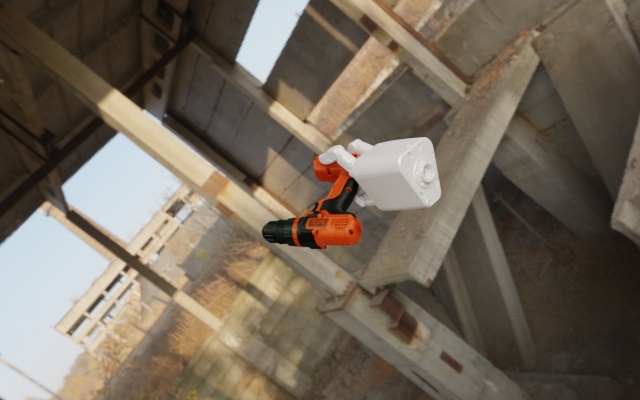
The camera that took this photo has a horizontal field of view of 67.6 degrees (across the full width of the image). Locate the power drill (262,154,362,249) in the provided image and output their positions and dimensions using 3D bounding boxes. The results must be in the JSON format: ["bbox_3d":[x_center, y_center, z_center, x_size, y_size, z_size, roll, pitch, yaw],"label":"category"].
[{"bbox_3d":[0.000,0.002,0.847,0.184,0.187,0.057,-1,-40,26],"label":"power drill"}]
